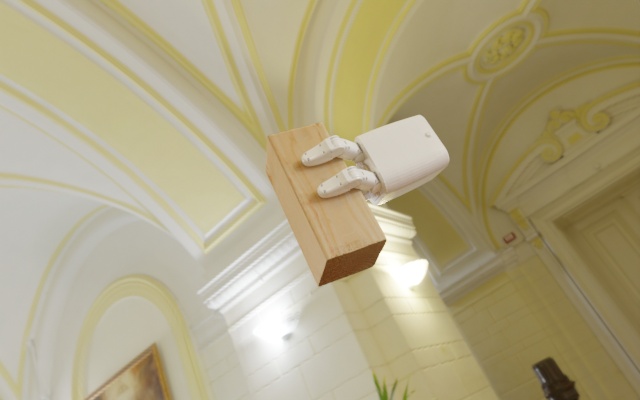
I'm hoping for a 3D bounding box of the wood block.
[{"bbox_3d":[0.000,0.002,0.677,0.090,0.206,0.091,-17,-28,-18],"label":"wood block"}]
